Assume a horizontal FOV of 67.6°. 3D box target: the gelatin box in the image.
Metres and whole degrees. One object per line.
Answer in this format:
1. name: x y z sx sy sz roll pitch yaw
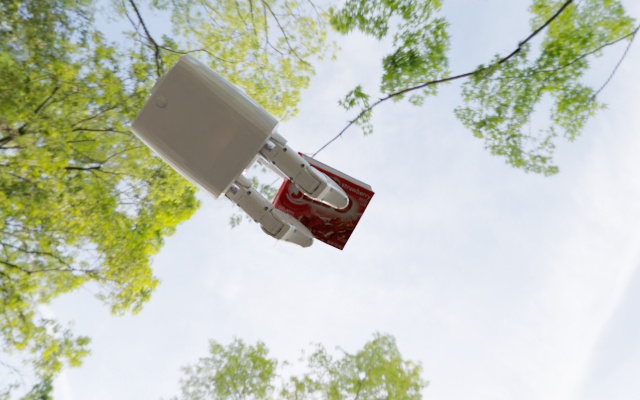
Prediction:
1. gelatin box: 0.000 0.002 0.497 0.089 0.073 0.030 24 16 -12
